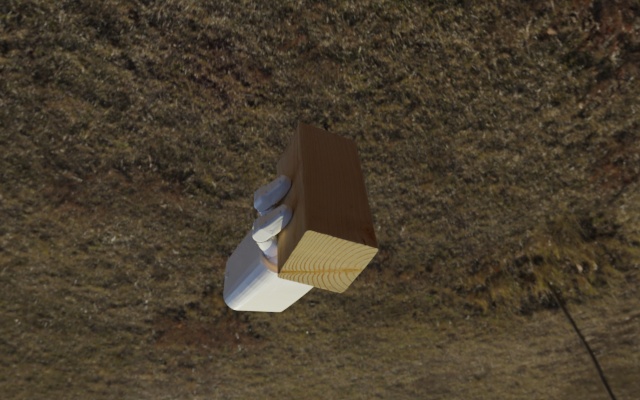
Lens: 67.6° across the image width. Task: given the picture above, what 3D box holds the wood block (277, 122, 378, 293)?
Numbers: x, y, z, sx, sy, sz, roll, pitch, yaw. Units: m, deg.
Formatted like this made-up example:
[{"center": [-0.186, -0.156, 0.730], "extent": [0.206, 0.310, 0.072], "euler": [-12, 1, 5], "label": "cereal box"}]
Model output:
[{"center": [0.000, 0.002, 0.616], "extent": [0.091, 0.206, 0.090], "euler": [17, -51, -20], "label": "wood block"}]
